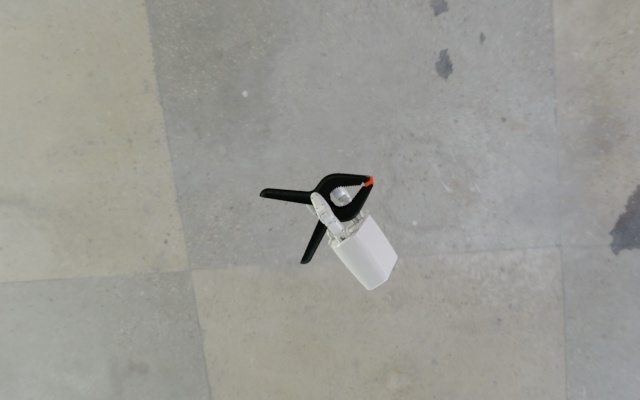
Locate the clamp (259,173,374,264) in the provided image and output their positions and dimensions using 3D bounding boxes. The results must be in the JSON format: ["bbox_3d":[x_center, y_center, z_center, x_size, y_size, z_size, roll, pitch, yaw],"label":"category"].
[{"bbox_3d":[0.001,0.003,0.889,0.210,0.164,0.036,-35,8,13],"label":"clamp"}]
